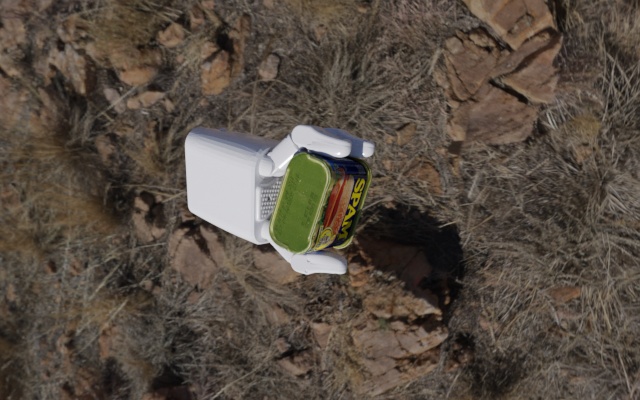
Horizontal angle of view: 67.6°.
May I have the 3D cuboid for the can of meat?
[{"bbox_3d":[0.000,0.002,0.485,0.057,0.102,0.084,24,14,28],"label":"can of meat"}]
